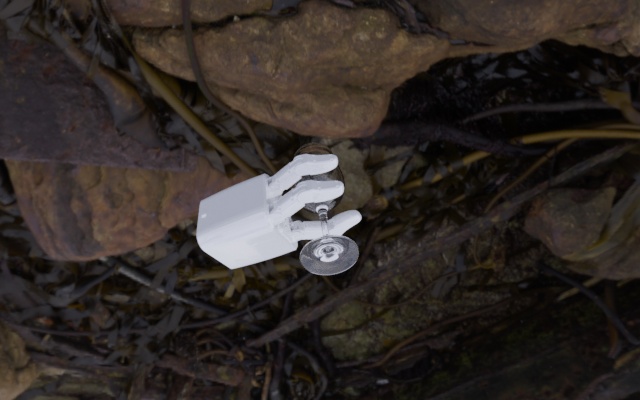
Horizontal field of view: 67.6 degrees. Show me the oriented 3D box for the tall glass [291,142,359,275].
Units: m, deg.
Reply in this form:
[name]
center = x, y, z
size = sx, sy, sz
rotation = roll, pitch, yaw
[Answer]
[tall glass]
center = 0.000, 0.003, 0.663
size = 0.079, 0.079, 0.200
rotation = 0, 43, -8
